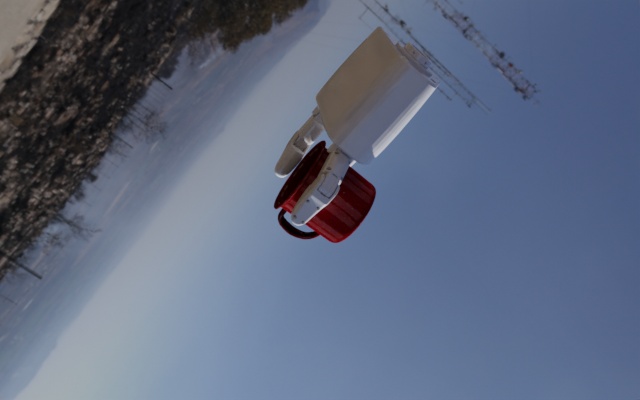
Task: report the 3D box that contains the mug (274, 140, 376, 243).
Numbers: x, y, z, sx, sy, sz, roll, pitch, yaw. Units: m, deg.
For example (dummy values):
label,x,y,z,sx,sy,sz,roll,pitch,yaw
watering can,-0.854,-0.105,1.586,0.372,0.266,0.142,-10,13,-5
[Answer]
label,x,y,z,sx,sy,sz,roll,pitch,yaw
mug,-0.001,0.003,0.540,0.081,0.117,0.093,36,27,-13
